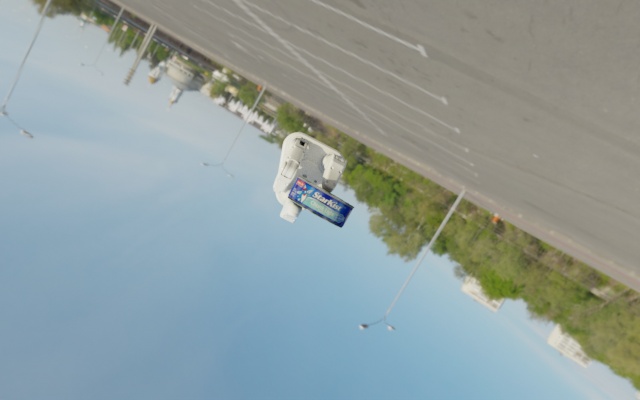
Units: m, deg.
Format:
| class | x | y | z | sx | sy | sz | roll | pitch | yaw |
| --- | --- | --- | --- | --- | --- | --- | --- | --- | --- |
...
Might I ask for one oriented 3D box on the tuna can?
| class | x | y | z | sx | sy | sz | roll | pitch | yaw |
| --- | --- | --- | --- | --- | --- | --- | --- | --- | --- |
| tuna can | 0.000 | 0.003 | 0.635 | 0.086 | 0.034 | 0.086 | 29 | 1 | 0 |
